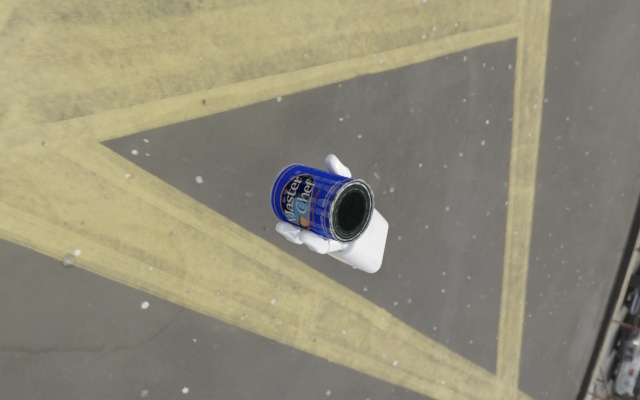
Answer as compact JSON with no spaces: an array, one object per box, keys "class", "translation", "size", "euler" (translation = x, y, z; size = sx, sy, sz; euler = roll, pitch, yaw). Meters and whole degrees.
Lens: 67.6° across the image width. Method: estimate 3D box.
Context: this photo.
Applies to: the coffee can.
[{"class":"coffee can","translation":[0.000,0.002,0.767],"size":[0.140,0.103,0.103],"euler":[17,12,43]}]
